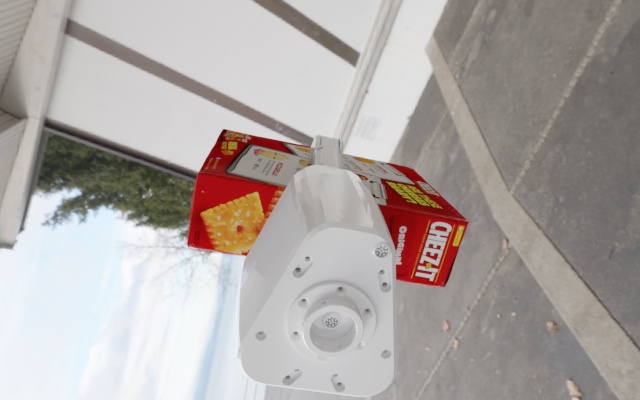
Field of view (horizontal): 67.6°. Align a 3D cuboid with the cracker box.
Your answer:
[{"bbox_3d":[0.000,0.001,0.443,0.214,0.072,0.164,11,18,-9],"label":"cracker box"}]
